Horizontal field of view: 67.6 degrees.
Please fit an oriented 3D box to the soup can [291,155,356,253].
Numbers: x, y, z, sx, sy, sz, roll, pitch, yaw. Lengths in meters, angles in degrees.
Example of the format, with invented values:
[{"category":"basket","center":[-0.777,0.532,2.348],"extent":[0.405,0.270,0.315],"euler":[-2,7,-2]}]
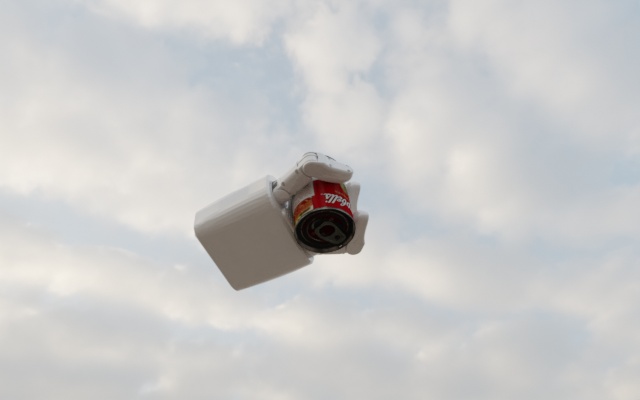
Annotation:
[{"category":"soup can","center":[0.000,0.001,0.558],"extent":[0.068,0.069,0.102],"euler":[0,40,-7]}]
